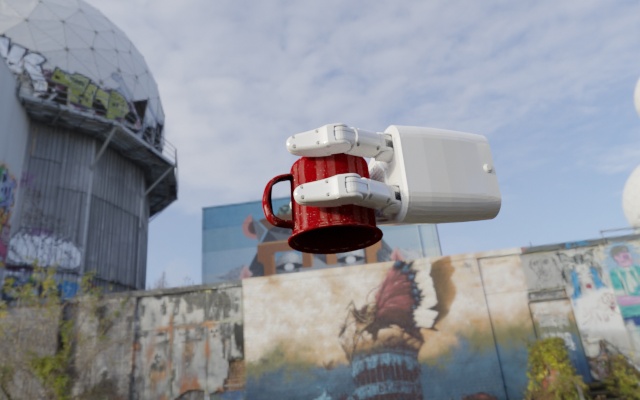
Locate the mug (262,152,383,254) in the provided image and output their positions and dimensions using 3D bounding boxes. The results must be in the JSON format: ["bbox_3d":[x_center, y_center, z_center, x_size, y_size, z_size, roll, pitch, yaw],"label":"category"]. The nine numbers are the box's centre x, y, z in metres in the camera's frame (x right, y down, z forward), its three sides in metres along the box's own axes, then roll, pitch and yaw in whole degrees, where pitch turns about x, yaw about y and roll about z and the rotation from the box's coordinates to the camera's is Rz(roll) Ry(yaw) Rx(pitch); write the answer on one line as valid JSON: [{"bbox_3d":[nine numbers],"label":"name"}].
[{"bbox_3d":[-0.001,0.001,0.474,0.117,0.081,0.093,2,-23,-16],"label":"mug"}]
